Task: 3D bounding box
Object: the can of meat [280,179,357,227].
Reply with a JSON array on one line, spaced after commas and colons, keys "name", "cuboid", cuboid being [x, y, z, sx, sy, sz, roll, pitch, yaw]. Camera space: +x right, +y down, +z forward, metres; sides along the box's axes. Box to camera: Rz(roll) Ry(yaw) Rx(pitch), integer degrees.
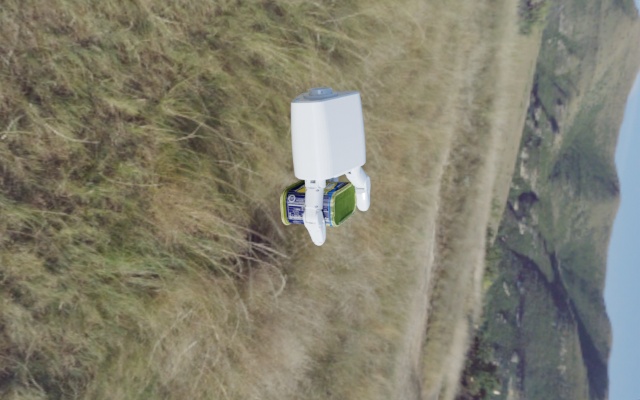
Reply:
[{"name": "can of meat", "cuboid": [0.000, 0.002, 0.725, 0.084, 0.057, 0.102, 3, 16, 23]}]
